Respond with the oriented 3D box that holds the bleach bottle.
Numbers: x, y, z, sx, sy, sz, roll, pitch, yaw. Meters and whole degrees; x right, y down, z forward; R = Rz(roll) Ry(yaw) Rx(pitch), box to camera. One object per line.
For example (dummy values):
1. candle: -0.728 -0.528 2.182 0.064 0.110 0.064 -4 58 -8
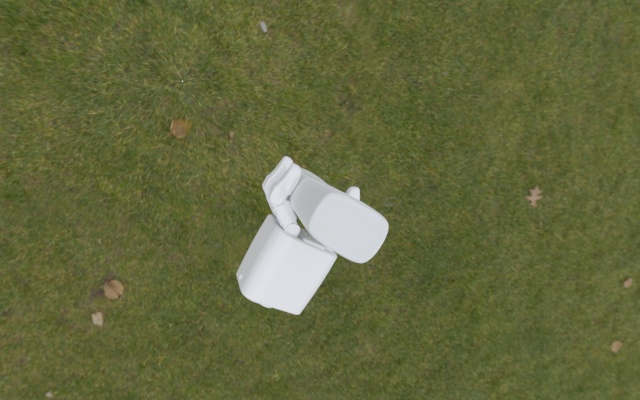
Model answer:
1. bleach bottle: 0.000 0.002 0.676 0.102 0.068 0.250 31 4 -21
